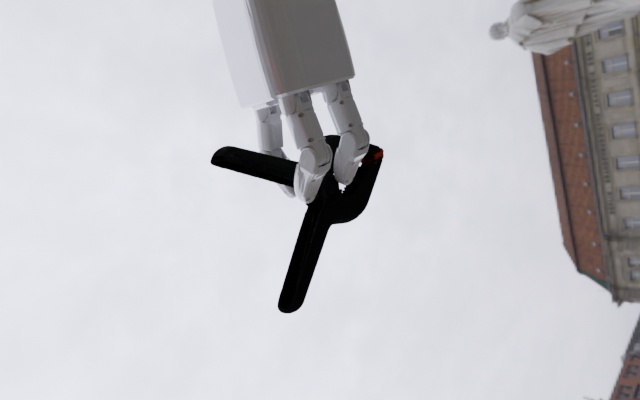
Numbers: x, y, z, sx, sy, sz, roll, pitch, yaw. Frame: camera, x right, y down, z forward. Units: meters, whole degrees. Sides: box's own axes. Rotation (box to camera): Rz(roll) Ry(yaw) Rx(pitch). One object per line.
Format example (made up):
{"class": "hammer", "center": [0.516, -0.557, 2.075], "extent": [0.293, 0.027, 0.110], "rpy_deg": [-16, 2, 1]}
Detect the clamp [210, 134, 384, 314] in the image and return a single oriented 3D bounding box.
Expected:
{"class": "clamp", "center": [0.000, 0.001, 0.484], "extent": [0.036, 0.164, 0.210], "rpy_deg": [-4, 16, 45]}
